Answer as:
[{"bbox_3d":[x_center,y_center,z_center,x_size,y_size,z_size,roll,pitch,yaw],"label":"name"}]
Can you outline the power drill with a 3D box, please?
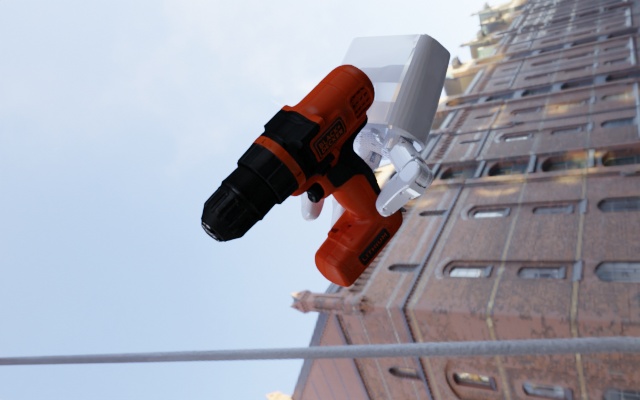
[{"bbox_3d":[0.000,0.001,0.432,0.057,0.184,0.188,31,-19,39],"label":"power drill"}]
